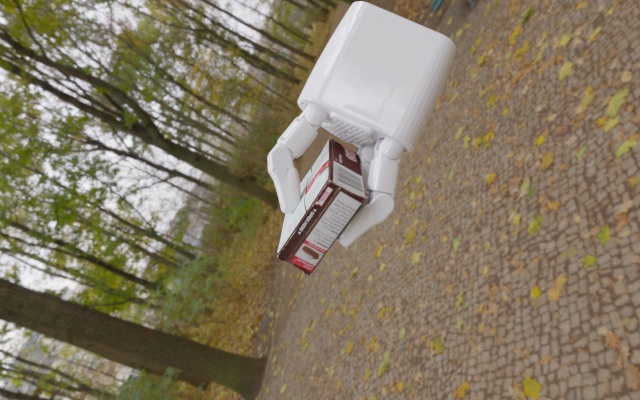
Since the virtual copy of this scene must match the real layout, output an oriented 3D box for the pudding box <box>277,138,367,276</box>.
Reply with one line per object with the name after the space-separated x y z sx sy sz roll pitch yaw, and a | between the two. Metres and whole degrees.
0.000 0.001 0.447 0.039 0.090 0.113 30 22 -10 | pudding box
